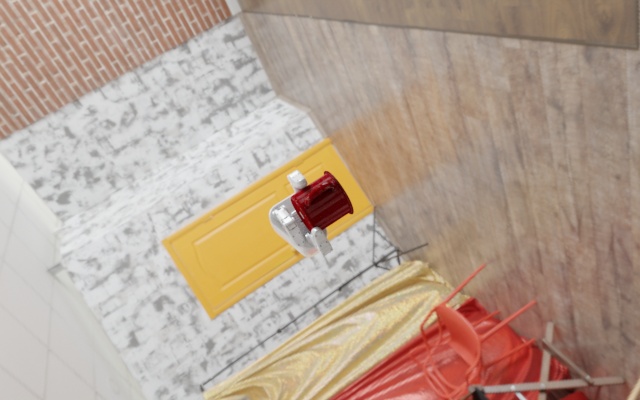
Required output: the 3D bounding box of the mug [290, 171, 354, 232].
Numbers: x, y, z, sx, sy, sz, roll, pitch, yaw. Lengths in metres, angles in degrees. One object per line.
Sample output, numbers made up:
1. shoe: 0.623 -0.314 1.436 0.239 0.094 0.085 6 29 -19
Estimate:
1. mug: 0.000 0.002 0.840 0.081 0.093 0.117 -33 -16 -10
